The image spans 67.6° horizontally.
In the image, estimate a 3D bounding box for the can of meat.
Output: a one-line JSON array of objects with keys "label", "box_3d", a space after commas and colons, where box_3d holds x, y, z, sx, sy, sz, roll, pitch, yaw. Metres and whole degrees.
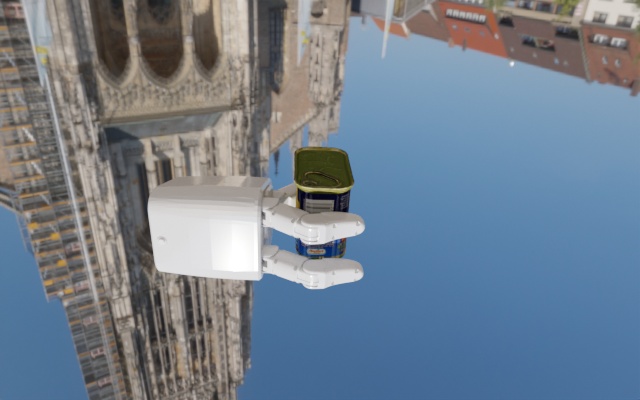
[{"label": "can of meat", "box_3d": [0.000, 0.002, 0.497, 0.057, 0.084, 0.102, 1, 28, -4]}]
